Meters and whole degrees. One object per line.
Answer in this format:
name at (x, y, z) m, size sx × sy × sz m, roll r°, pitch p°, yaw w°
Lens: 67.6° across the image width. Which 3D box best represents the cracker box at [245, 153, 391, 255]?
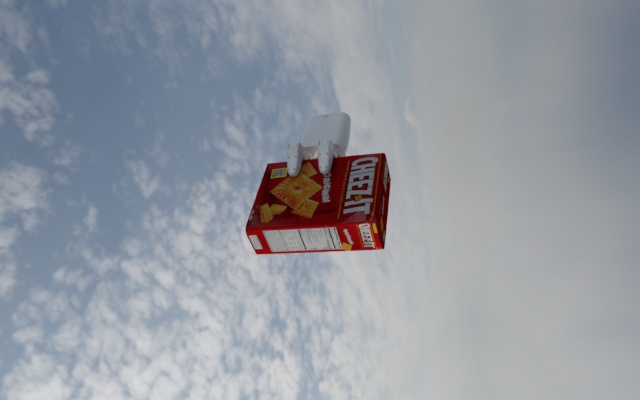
cracker box at (0.000, 0.003, 0.783) m, size 0.214 × 0.072 × 0.164 m, roll -4°, pitch 43°, yaw 17°
